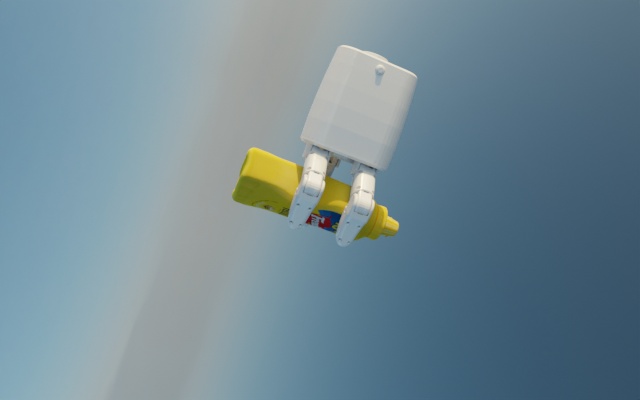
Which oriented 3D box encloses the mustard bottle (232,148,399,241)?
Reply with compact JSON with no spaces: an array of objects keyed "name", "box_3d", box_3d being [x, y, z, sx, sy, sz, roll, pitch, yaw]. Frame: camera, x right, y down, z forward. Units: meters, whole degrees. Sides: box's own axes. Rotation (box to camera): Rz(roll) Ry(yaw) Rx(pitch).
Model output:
[{"name":"mustard bottle","box_3d":[0.000,0.002,0.541,0.191,0.058,0.096,19,-19,-12]}]
